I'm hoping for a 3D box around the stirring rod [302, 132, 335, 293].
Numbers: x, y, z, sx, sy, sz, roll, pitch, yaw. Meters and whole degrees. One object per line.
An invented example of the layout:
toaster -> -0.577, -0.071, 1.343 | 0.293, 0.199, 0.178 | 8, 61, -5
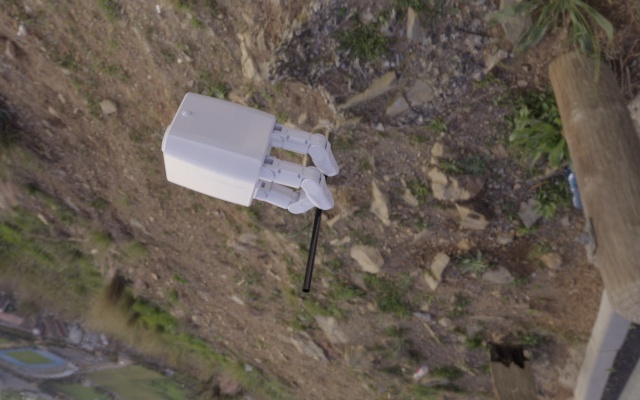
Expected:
stirring rod -> 0.000, 0.002, 0.569 | 0.011, 0.239, 0.011 | 5, -40, 5
